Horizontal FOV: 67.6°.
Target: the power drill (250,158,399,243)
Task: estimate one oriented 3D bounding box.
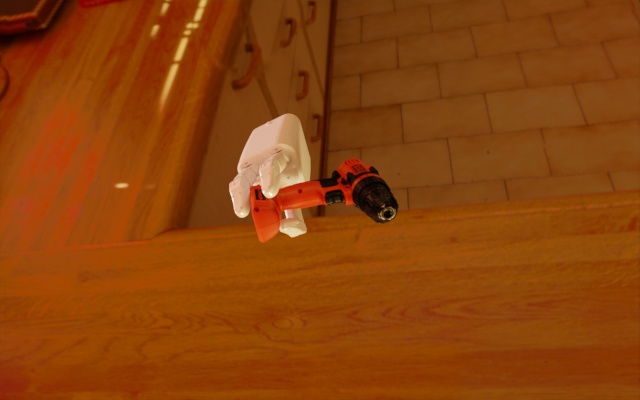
[{"bbox_3d":[0.000,0.002,0.660,0.187,0.057,0.184,-13,21,-6],"label":"power drill"}]
